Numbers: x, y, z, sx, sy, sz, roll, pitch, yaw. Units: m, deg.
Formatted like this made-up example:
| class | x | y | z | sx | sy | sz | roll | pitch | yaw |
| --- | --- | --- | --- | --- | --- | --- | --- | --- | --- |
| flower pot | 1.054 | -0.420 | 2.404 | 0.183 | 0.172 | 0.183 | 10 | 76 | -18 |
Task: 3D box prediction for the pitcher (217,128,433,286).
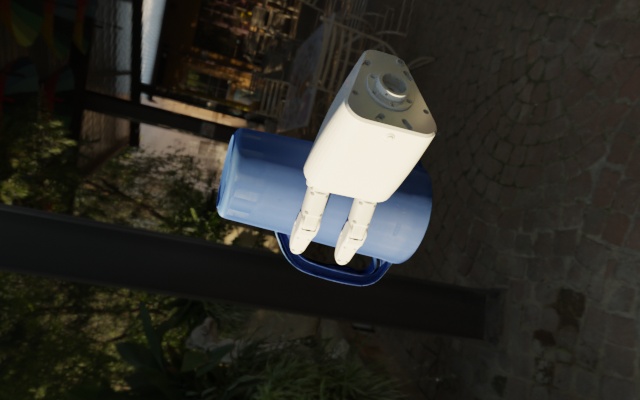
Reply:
| class | x | y | z | sx | sy | sz | roll | pitch | yaw |
| --- | --- | --- | --- | --- | --- | --- | --- | --- | --- |
| pitcher | 0.000 | 0.002 | 0.588 | 0.243 | 0.149 | 0.145 | 13 | -35 | -15 |
